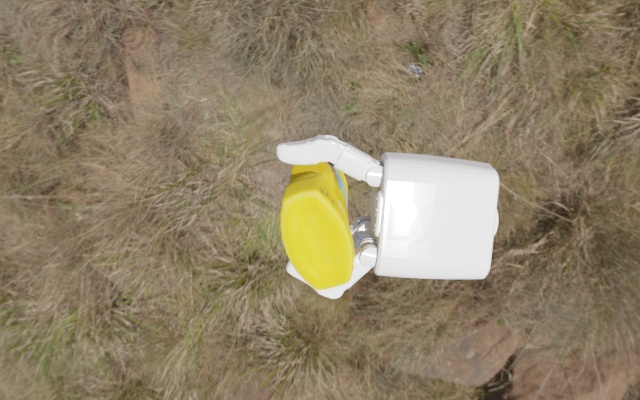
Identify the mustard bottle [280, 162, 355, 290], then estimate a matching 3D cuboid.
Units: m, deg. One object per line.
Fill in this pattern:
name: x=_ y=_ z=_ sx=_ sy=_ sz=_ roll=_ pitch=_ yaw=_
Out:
mustard bottle: x=0.000 y=0.002 z=0.485 sx=0.058 sy=0.096 sz=0.191 roll=-18 pitch=20 yaw=9
